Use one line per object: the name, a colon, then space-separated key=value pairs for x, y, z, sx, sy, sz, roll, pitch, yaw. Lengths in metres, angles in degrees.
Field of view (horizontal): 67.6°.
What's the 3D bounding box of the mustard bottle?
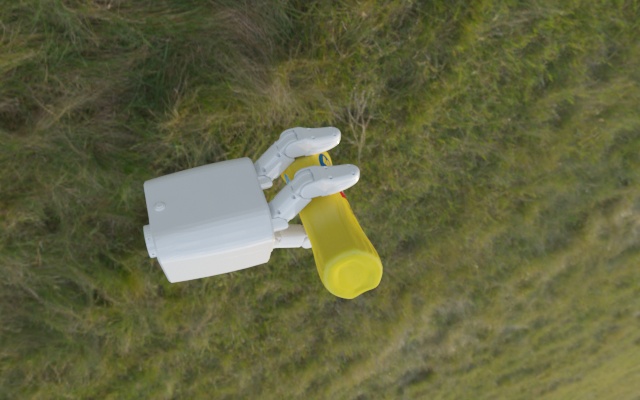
mustard bottle: x=0.000 y=0.002 z=0.498 sx=0.058 sy=0.191 sz=0.096 roll=-27 pitch=-35 yaw=5
